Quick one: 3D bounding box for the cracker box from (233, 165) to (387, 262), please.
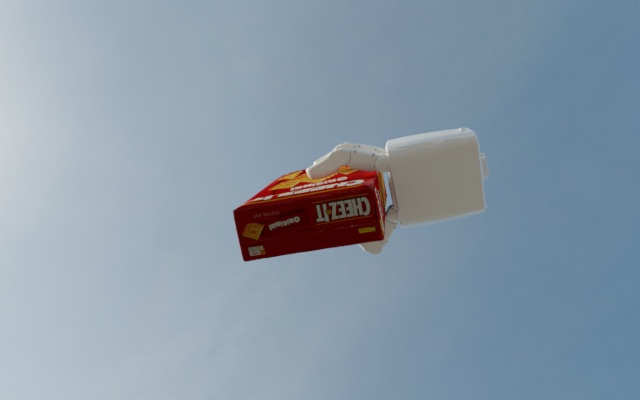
[{"bbox_3d":[0.000,0.002,0.623,0.164,0.072,0.213,-10,11,11],"label":"cracker box"}]
